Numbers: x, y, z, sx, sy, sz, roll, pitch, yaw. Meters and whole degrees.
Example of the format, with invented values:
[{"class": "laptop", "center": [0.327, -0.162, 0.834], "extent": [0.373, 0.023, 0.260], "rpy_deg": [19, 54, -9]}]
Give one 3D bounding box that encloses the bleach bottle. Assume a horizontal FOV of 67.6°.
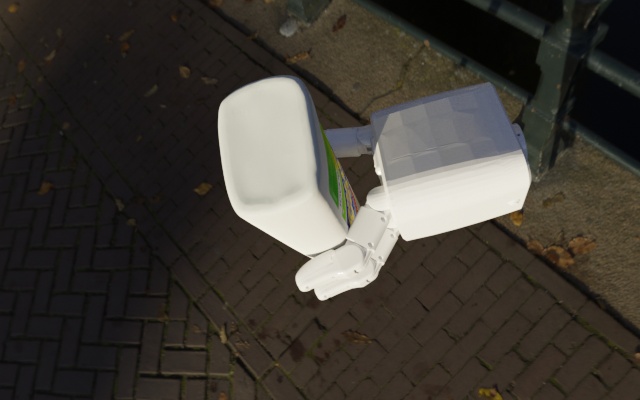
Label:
[{"class": "bleach bottle", "center": [0.000, 0.001, 0.418], "extent": [0.068, 0.102, 0.251], "rpy_deg": [-15, -21, 12]}]
